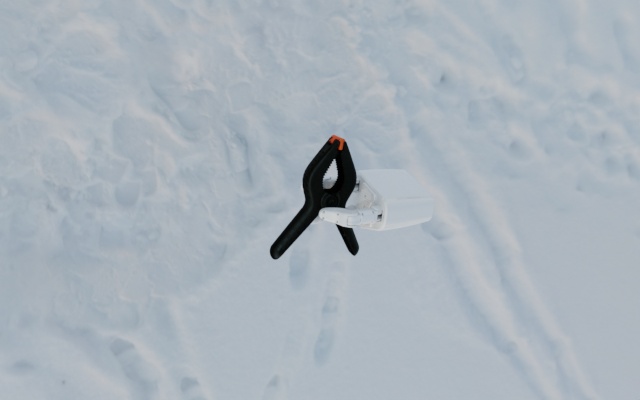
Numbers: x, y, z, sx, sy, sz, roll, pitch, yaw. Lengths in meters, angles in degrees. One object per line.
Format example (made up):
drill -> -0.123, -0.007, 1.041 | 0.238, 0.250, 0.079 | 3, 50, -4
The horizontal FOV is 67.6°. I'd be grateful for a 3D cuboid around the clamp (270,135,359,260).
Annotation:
clamp -> 0.001, 0.002, 0.755 | 0.164, 0.210, 0.036 | -7, 22, -30
